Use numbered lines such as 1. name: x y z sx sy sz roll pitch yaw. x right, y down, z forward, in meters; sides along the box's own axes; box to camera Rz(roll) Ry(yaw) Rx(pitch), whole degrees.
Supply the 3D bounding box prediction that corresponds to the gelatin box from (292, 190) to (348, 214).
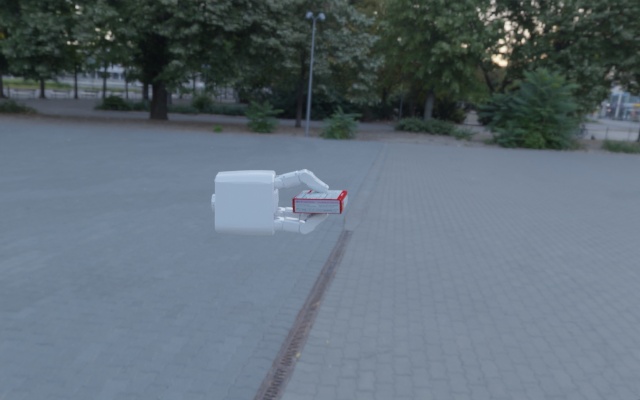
1. gelatin box: 0.000 0.002 0.863 0.089 0.030 0.073 0 13 12
